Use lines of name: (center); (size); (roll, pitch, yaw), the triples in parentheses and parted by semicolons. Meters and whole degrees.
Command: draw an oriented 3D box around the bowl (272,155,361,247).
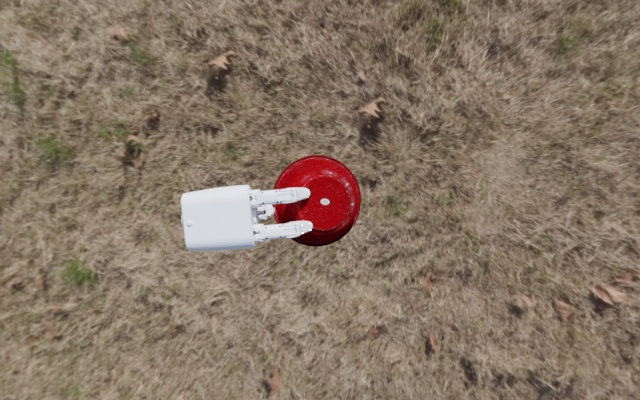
bowl: (0.001, 0.002, 0.814); (0.162, 0.162, 0.055); (0, 4, -13)
